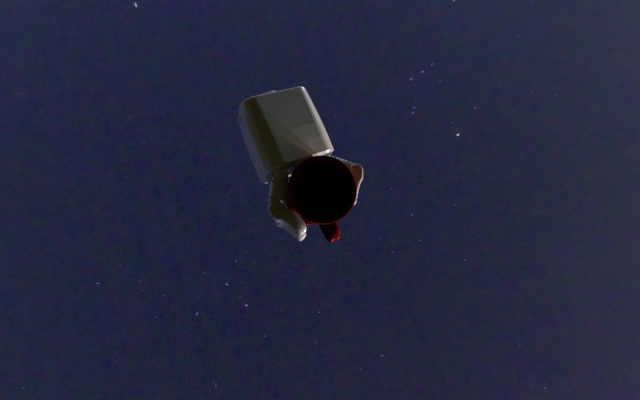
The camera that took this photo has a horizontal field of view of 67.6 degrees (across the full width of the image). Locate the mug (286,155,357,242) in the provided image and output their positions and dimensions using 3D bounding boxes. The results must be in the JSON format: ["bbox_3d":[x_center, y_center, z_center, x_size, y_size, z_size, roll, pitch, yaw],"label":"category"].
[{"bbox_3d":[0.001,0.004,0.671,0.093,0.117,0.081,-21,-4,-14],"label":"mug"}]
